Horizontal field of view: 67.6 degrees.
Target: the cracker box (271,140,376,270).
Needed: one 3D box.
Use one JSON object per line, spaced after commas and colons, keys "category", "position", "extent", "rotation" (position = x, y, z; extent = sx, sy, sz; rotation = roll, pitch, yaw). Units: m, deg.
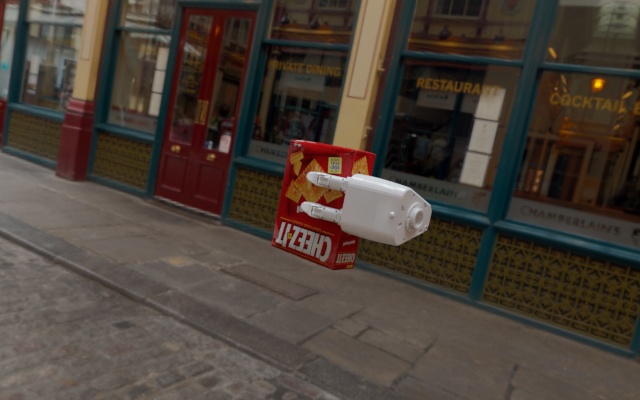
{"category": "cracker box", "position": [0.000, 0.003, 0.886], "extent": [0.164, 0.214, 0.072], "rotation": [16, 7, 40]}
